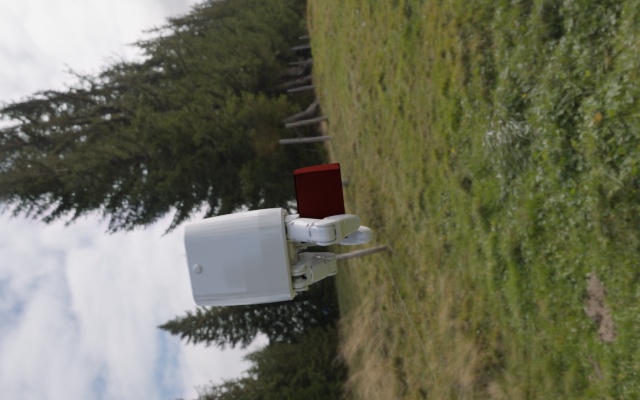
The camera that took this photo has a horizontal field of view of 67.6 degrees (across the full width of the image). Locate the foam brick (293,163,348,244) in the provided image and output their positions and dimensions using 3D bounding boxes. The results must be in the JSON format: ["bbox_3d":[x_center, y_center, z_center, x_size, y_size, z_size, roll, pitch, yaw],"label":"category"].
[{"bbox_3d":[0.000,0.001,0.525,0.051,0.078,0.053,-6,9,2],"label":"foam brick"}]
